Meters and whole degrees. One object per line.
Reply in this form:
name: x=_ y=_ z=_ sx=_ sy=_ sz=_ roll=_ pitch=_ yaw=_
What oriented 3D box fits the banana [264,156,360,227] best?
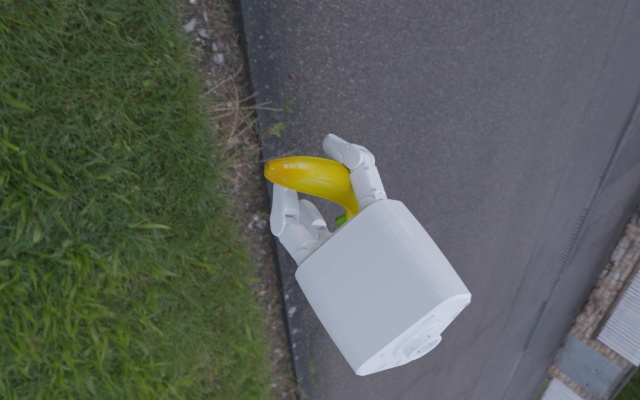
banana: x=0.018 y=-0.006 z=0.482 sx=0.069 sy=0.037 sz=0.198 roll=-26 pitch=-26 yaw=13
